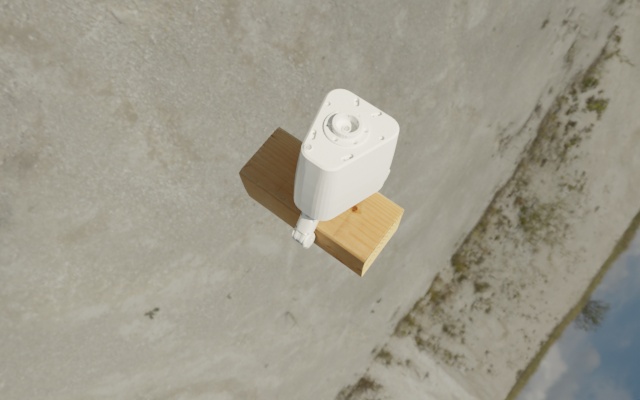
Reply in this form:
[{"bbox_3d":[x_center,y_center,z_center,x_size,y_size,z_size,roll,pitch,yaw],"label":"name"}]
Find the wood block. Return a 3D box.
[{"bbox_3d":[0.000,0.002,0.661,0.206,0.091,0.090,35,-16,14],"label":"wood block"}]
